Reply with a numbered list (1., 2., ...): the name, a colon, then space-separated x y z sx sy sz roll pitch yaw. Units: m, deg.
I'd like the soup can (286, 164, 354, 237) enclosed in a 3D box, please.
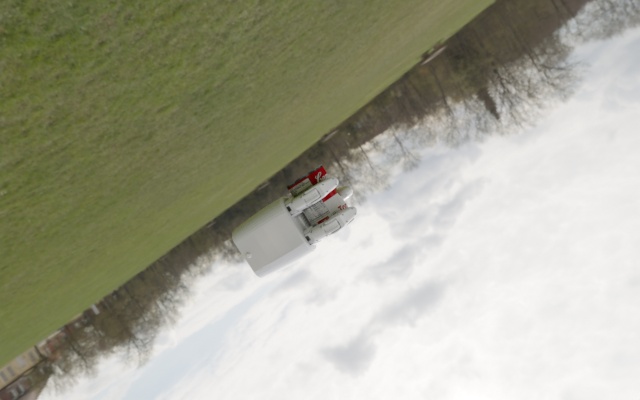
1. soup can: 0.001 0.002 0.765 0.068 0.102 0.068 -32 3 2
